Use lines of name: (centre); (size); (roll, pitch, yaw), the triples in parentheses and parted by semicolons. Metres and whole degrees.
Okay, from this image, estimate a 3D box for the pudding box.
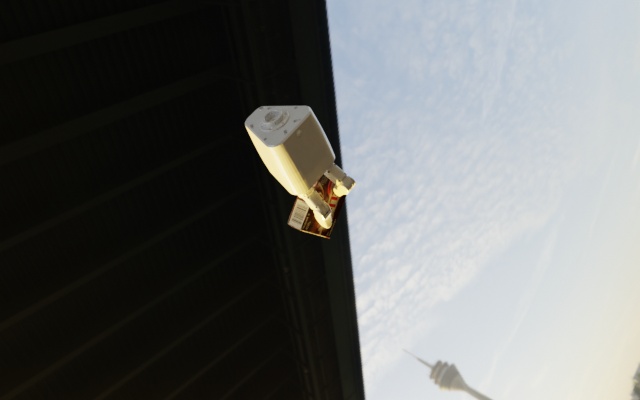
pudding box: (0.000, 0.003, 0.830); (0.039, 0.113, 0.090); (24, 2, 38)
